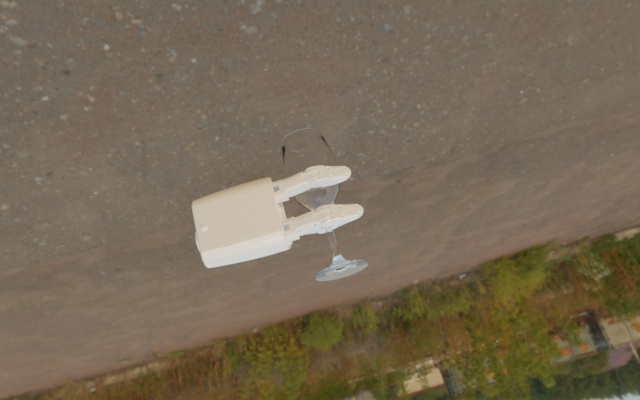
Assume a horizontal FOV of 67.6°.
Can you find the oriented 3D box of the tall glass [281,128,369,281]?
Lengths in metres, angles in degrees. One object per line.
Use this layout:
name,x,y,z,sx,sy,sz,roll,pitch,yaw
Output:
tall glass,0.000,0.003,0.647,0.079,0.201,0.079,-14,-21,-6
